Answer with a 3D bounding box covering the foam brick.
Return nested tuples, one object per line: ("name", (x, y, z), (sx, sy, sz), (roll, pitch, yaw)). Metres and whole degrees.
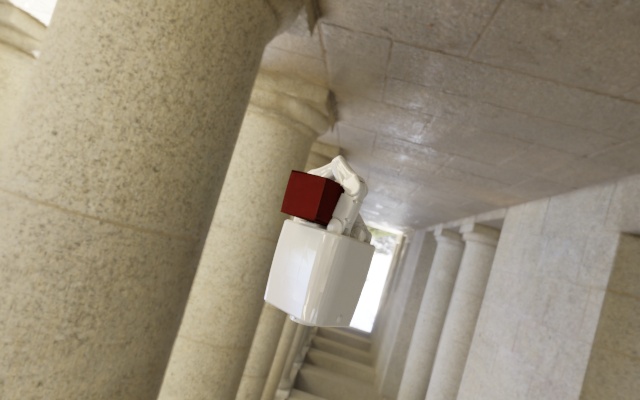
("foam brick", (0.000, 0.002, 0.567), (0.053, 0.051, 0.078), (14, -5, 35))
